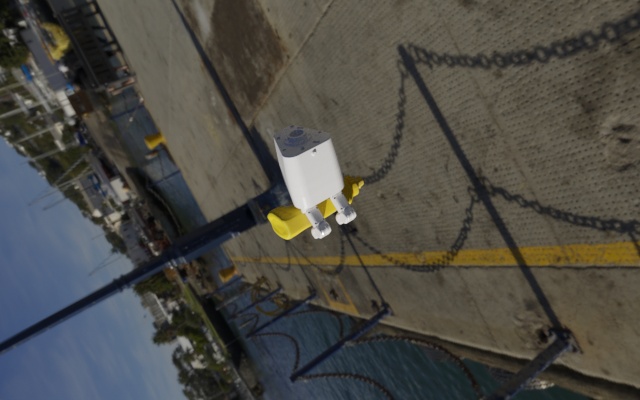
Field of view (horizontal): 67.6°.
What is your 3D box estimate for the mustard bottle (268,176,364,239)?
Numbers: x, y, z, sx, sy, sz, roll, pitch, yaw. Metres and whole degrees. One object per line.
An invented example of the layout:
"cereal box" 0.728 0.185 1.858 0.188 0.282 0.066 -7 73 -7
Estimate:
"mustard bottle" 0.000 0.003 0.897 0.191 0.058 0.096 -29 13 -20
